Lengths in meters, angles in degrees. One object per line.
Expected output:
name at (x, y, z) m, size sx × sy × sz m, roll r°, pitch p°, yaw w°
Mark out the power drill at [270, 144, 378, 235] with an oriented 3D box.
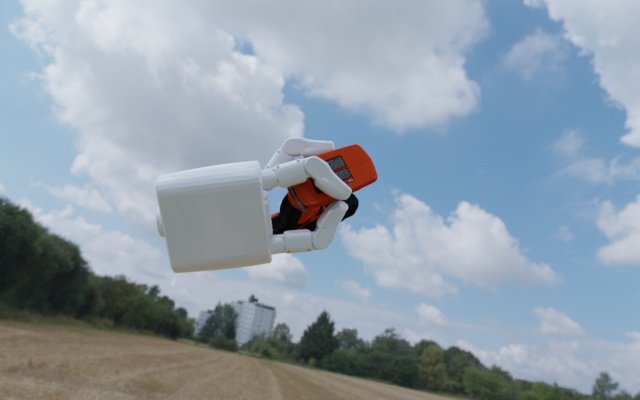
power drill at (0.000, 0.002, 0.616) m, size 0.184 × 0.057 × 0.188 m, roll -23°, pitch -16°, yaw -28°
